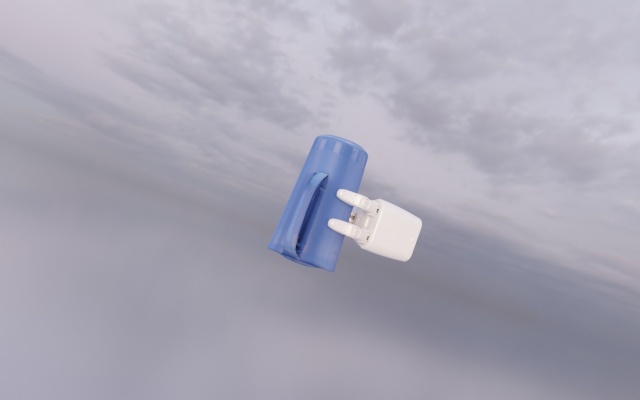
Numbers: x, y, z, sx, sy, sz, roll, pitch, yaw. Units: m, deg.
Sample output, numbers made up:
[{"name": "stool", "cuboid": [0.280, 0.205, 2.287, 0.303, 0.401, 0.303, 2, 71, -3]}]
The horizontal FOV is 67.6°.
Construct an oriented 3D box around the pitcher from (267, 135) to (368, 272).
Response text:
[{"name": "pitcher", "cuboid": [0.000, 0.003, 0.891, 0.145, 0.243, 0.149, 23, -6, -28]}]
